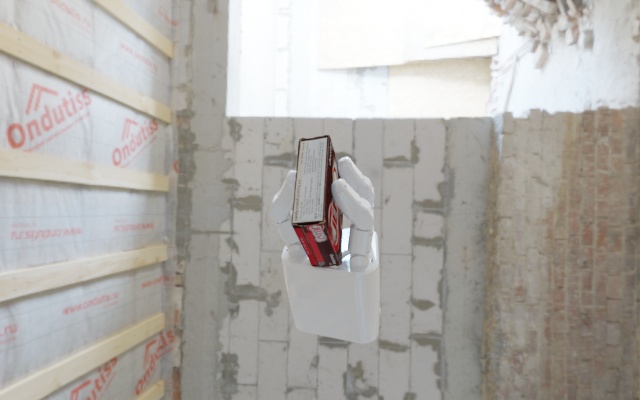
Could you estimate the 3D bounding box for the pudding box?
[{"bbox_3d":[0.000,0.002,0.510,0.039,0.113,0.090,-6,-35,9],"label":"pudding box"}]
